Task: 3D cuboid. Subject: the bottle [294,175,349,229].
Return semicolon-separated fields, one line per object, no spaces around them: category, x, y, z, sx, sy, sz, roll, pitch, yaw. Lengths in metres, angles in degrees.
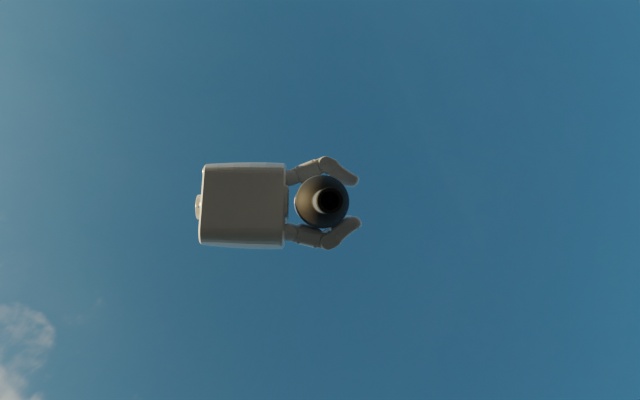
bottle;0.000;0.002;0.626;0.069;0.069;0.296;0;-1;-4
